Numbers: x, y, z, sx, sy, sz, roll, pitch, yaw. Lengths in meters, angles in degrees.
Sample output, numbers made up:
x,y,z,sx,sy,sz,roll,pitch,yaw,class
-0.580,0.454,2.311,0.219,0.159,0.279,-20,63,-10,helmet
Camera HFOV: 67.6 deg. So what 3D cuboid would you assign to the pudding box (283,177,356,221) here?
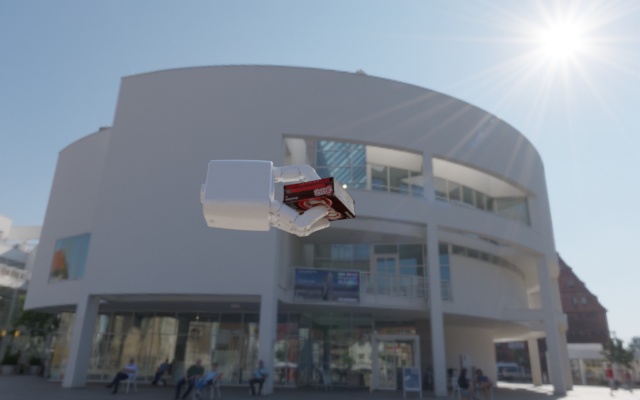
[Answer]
x,y,z,sx,sy,sz,roll,pitch,yaw,class
0.000,0.002,0.804,0.090,0.039,0.113,-8,-21,21,pudding box
